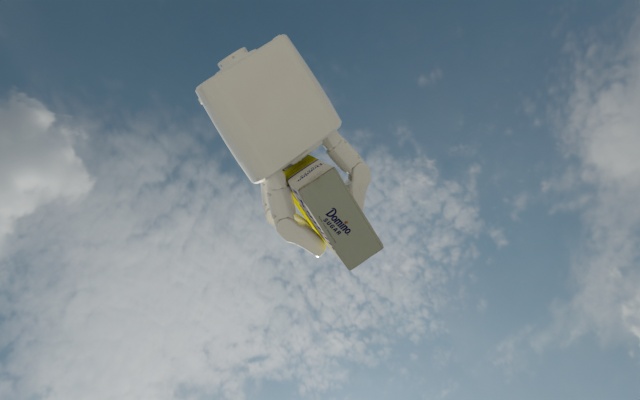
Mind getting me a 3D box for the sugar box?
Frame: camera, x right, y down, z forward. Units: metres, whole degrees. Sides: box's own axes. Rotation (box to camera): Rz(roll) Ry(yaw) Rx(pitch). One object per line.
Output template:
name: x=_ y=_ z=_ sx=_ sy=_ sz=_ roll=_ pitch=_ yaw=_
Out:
sugar box: x=0.000 y=0.002 z=0.504 sx=0.048 sy=0.093 sz=0.176 roll=-33 pitch=15 yaw=-2
